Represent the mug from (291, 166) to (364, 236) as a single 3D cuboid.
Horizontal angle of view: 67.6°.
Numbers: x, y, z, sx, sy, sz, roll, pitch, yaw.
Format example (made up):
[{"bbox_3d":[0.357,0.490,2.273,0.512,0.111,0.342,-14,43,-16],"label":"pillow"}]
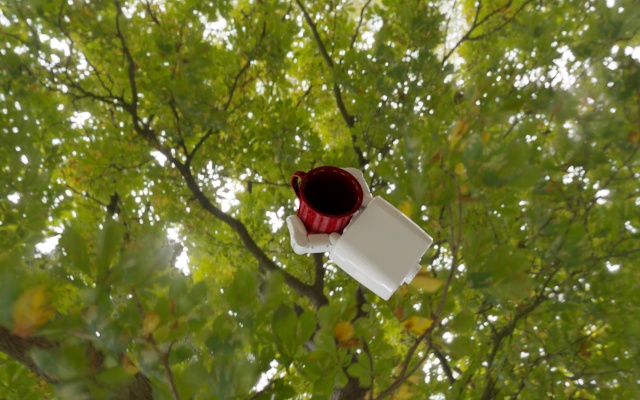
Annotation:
[{"bbox_3d":[-0.001,0.002,0.715,0.093,0.117,0.082,-43,-17,-33],"label":"mug"}]
